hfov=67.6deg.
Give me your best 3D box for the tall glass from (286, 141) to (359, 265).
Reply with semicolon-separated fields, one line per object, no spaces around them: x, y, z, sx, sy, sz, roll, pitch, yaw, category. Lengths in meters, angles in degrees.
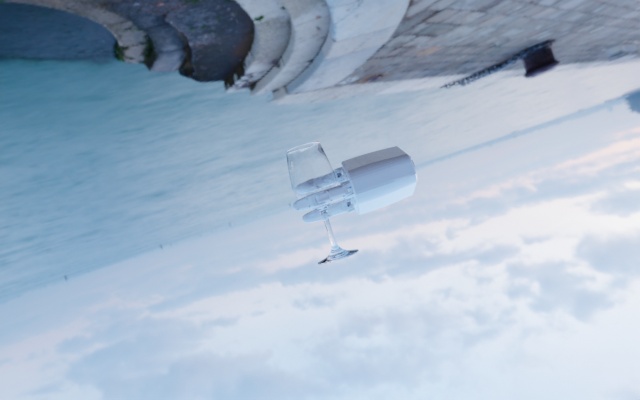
0.000;0.003;0.818;0.079;0.201;0.079;-18;0;0;tall glass
